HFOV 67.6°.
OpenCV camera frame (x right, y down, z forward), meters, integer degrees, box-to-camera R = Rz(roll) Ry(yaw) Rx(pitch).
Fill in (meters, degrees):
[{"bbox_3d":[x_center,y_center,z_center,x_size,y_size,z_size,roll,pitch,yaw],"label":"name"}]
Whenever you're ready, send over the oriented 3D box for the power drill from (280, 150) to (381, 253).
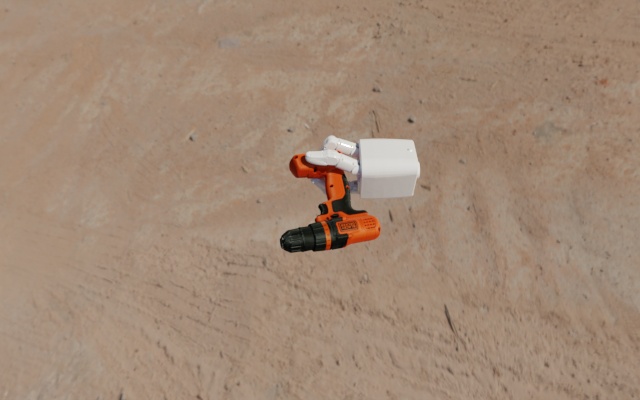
[{"bbox_3d":[0.000,0.002,0.869,0.184,0.187,0.057,-7,-26,-20],"label":"power drill"}]
